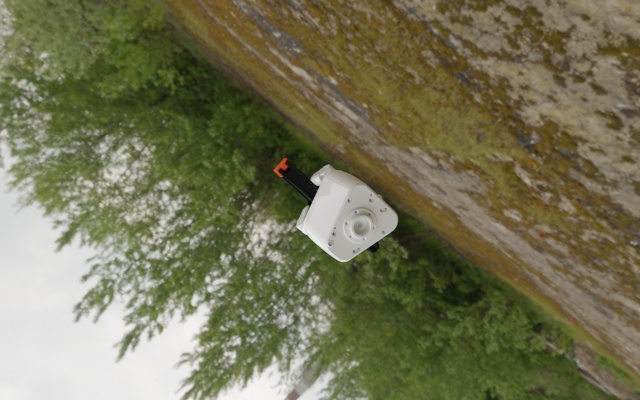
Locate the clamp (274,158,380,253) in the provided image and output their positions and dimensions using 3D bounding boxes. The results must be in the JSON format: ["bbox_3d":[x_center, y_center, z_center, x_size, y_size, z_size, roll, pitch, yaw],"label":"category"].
[{"bbox_3d":[-0.001,0.003,0.828,0.210,0.036,0.164,42,-4,-20],"label":"clamp"}]
